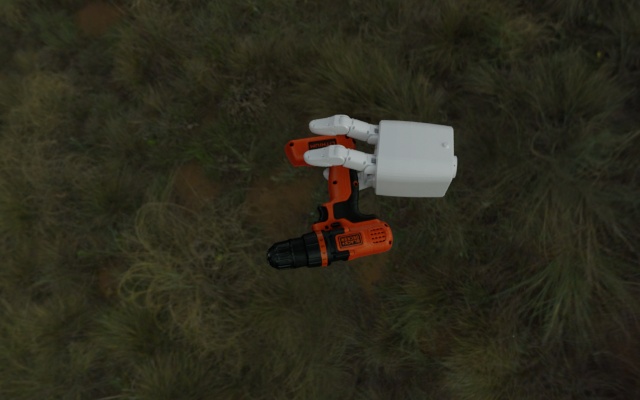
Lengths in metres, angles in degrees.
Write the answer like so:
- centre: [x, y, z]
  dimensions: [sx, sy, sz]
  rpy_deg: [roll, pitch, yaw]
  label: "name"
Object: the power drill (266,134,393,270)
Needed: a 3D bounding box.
- centre: [0.000, 0.002, 0.703]
  dimensions: [0.184, 0.187, 0.057]
  rpy_deg: [-9, -11, -11]
  label: "power drill"
